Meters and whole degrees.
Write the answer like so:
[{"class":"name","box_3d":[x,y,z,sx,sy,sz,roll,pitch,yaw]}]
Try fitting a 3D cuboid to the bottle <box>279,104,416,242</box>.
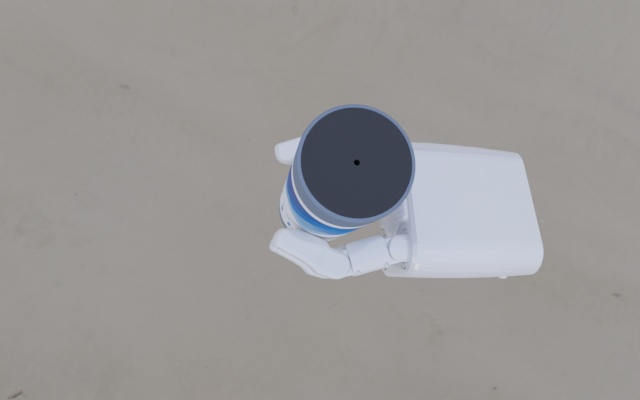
[{"class":"bottle","box_3d":[0.000,0.001,0.402,0.069,0.069,0.296,0,-9,-8]}]
